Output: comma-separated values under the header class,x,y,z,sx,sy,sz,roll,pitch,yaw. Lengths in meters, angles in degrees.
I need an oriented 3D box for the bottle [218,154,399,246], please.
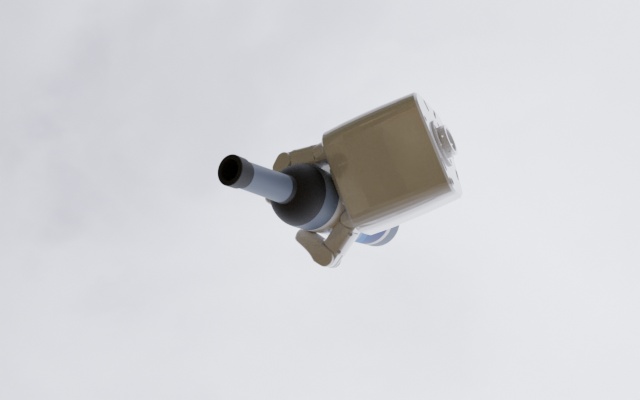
class,x,y,z,sx,sy,sz,roll,pitch,yaw
bottle,0.000,0.002,0.520,0.069,0.069,0.296,0,-11,32
